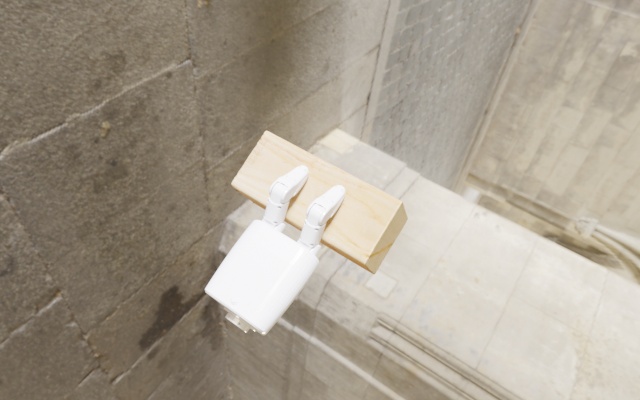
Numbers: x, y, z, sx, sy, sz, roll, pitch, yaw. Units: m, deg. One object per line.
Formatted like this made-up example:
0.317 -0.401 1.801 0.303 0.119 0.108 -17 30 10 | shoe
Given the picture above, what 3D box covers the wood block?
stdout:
0.000 0.003 0.629 0.206 0.090 0.091 30 -7 20 | wood block
